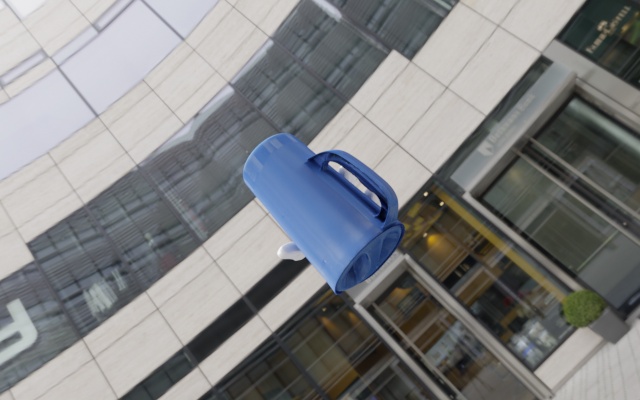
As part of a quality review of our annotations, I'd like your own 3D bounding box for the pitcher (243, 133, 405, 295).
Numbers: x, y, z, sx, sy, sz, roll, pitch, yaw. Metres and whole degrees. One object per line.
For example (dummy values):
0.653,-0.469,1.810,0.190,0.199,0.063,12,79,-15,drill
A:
0.000,0.002,0.699,0.242,0.149,0.145,45,-5,24,pitcher
